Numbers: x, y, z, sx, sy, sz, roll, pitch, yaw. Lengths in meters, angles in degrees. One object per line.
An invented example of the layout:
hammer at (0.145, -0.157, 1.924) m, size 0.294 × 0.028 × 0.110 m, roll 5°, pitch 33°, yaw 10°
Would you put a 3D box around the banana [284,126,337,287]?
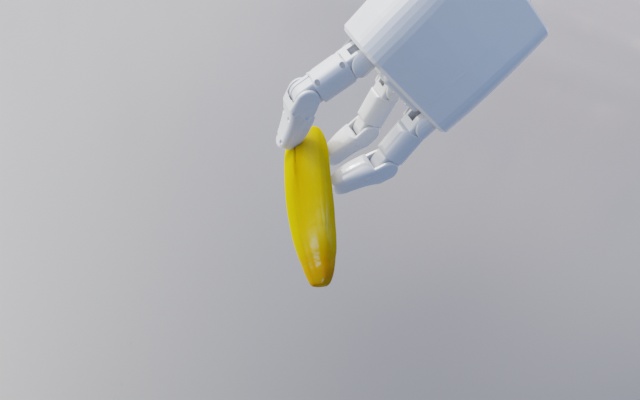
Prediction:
banana at (-0.006, -0.015, 0.401) m, size 0.037 × 0.070 × 0.197 m, roll -18°, pitch 30°, yaw 9°
